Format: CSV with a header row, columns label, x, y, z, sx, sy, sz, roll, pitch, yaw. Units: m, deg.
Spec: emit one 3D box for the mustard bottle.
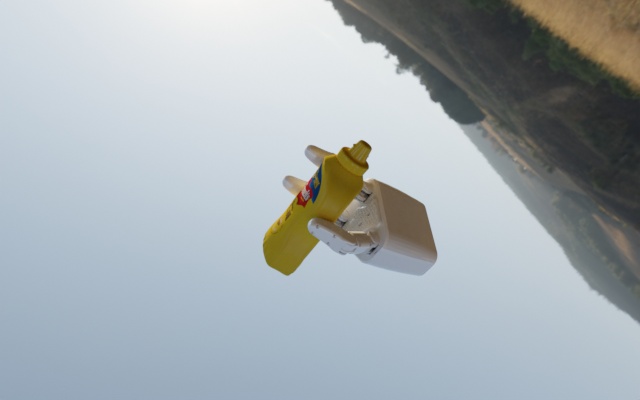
label,x,y,z,sx,sy,sz,roll,pitch,yaw
mustard bottle,0.000,0.002,0.599,0.058,0.192,0.096,33,26,-14
